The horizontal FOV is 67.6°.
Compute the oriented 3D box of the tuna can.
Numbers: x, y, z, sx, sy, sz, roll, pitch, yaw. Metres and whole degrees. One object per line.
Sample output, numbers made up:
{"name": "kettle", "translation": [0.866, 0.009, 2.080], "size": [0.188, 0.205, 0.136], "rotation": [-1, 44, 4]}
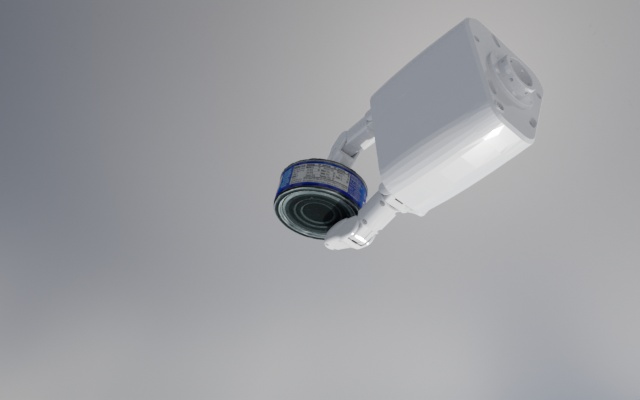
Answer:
{"name": "tuna can", "translation": [0.000, 0.002, 0.447], "size": [0.086, 0.033, 0.086], "rotation": [8, -36, 6]}
